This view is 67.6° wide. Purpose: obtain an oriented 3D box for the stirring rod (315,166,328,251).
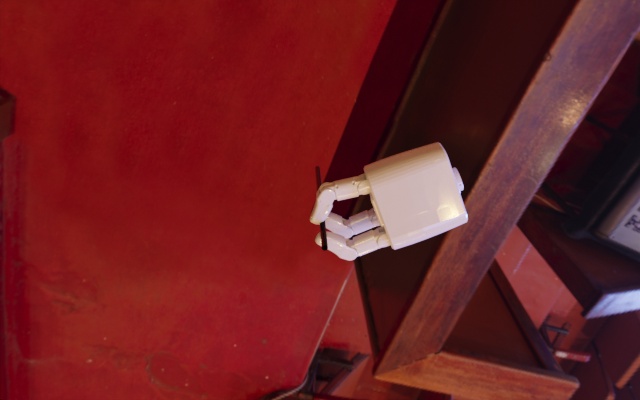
[{"bbox_3d":[0.000,0.002,0.704,0.011,0.011,0.239,0,28,-3],"label":"stirring rod"}]
